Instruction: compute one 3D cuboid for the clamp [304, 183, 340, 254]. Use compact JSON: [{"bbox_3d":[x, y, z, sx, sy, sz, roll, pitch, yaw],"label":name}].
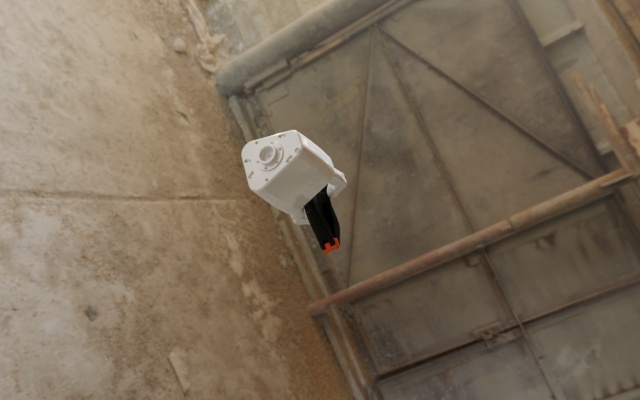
[{"bbox_3d":[0.001,0.003,0.868,0.036,0.210,0.165,-28,-29,17],"label":"clamp"}]
